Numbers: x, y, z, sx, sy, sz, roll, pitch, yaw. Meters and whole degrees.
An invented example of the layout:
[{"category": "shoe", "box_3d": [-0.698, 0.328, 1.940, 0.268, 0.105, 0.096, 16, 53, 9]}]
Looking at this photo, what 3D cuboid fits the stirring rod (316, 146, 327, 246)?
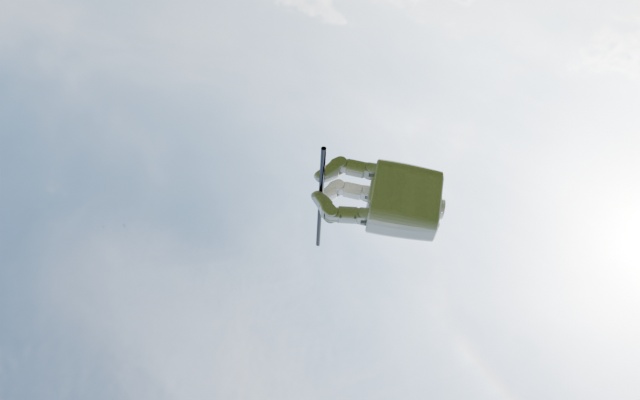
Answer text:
[{"category": "stirring rod", "box_3d": [0.000, 0.003, 0.770, 0.011, 0.011, 0.240, 0, -40, -3]}]
